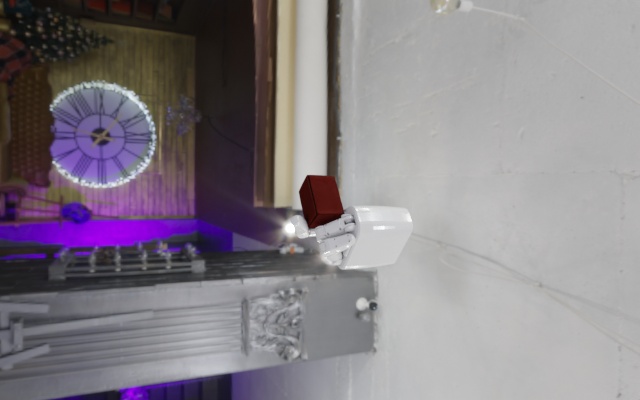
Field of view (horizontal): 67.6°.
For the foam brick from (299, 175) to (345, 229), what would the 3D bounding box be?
[{"bbox_3d":[0.000,0.002,0.809,0.051,0.078,0.053,-1,-30,-23],"label":"foam brick"}]
